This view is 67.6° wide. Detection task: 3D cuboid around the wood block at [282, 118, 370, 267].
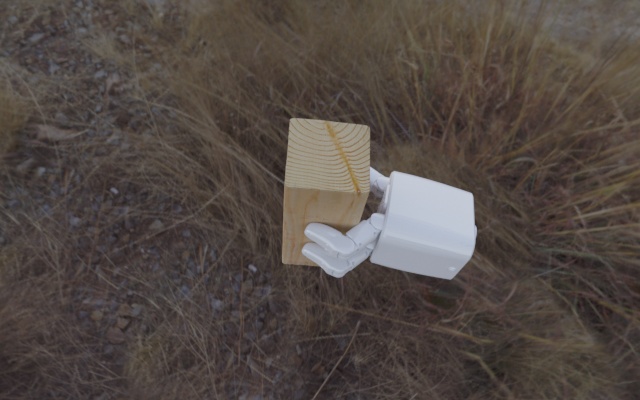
[{"bbox_3d":[0.001,0.002,0.590,0.090,0.090,0.206,5,-30,-3],"label":"wood block"}]
